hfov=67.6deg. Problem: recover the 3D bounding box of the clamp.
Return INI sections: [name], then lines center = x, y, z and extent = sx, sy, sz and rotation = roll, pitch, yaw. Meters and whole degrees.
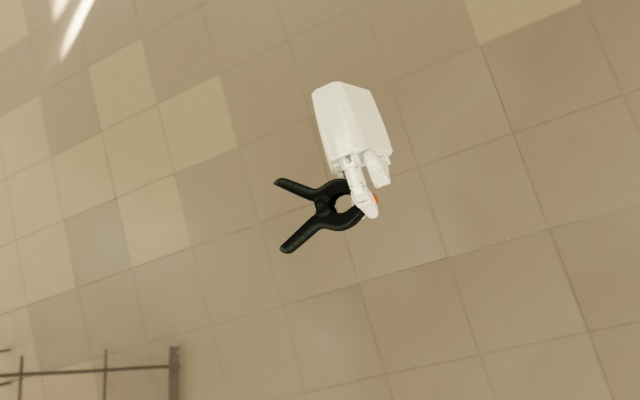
[clamp]
center = 0.000, 0.002, 0.728
extent = 0.171, 0.120, 0.039
rotation = -20, -10, 19
